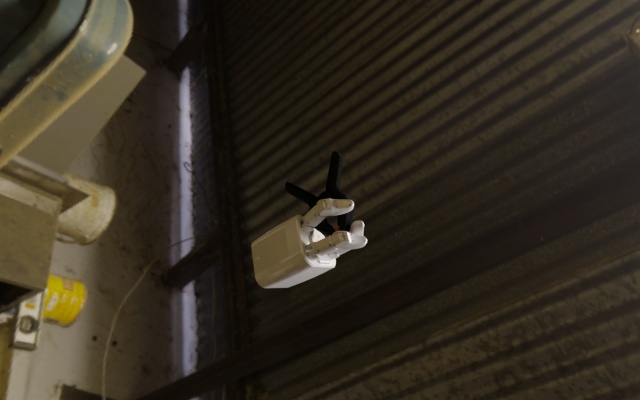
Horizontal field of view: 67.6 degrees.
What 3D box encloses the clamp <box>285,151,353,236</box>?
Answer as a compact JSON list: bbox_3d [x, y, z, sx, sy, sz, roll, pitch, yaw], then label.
[{"bbox_3d":[0.001,0.003,0.838,0.120,0.171,0.039,-28,-37,22],"label":"clamp"}]
